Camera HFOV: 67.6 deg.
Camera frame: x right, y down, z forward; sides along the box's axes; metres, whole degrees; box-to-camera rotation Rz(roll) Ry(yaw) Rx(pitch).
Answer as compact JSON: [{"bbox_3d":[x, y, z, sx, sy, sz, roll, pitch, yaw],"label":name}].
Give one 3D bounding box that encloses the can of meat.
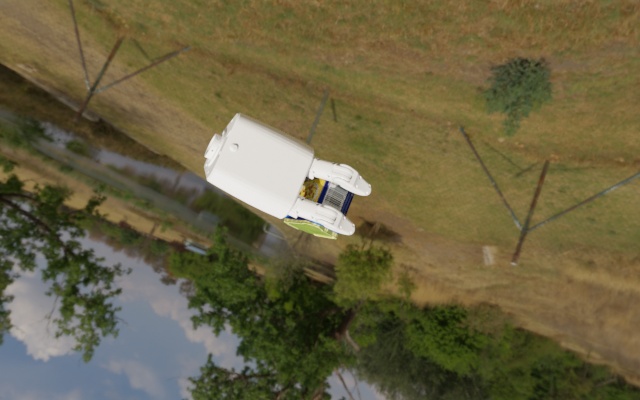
[{"bbox_3d":[0.000,0.002,0.648,0.057,0.084,0.102,27,-11,-24],"label":"can of meat"}]
